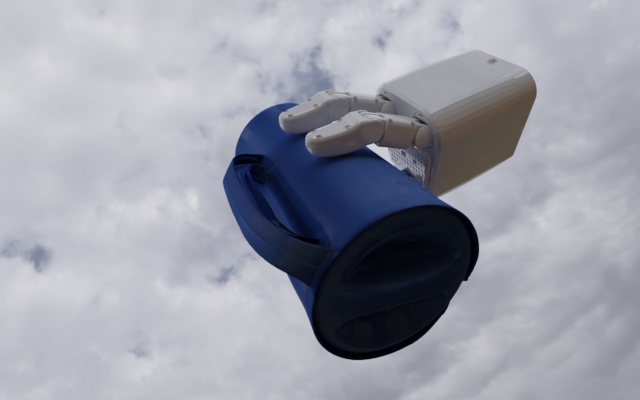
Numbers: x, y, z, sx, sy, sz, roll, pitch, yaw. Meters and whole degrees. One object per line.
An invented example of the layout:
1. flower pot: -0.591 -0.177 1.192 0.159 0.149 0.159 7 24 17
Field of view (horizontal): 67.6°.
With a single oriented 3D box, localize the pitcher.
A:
1. pitcher: 0.000 0.001 0.408 0.145 0.149 0.242 -27 39 -11
